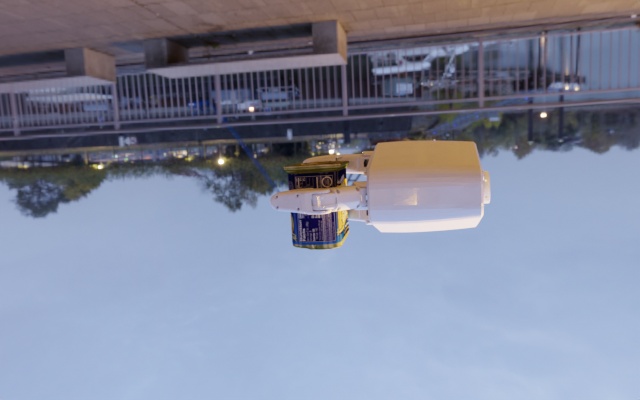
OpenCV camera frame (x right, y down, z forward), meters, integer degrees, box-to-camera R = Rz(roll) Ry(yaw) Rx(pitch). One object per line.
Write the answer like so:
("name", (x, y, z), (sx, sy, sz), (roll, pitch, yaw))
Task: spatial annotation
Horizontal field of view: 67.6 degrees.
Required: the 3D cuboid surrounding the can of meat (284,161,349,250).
("can of meat", (0.000, 0.002, 0.509), (0.057, 0.084, 0.102), (-2, 7, 11))
